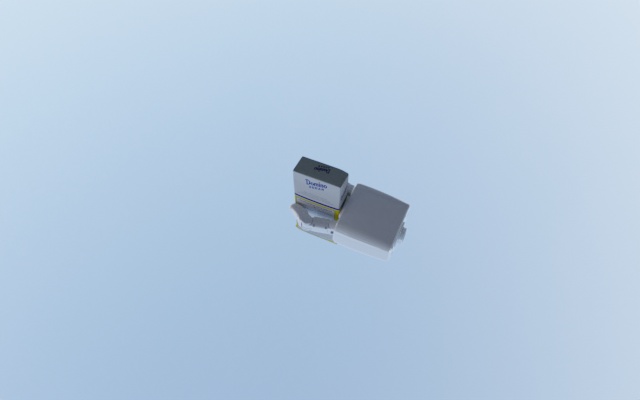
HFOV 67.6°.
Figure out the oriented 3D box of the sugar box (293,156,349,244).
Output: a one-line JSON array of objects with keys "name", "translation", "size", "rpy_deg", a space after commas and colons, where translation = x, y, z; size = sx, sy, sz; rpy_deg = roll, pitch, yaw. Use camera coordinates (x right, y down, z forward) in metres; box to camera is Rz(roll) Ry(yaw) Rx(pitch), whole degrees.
[{"name": "sugar box", "translation": [0.000, 0.003, 0.884], "size": [0.093, 0.048, 0.176], "rpy_deg": [21, -37, 14]}]
